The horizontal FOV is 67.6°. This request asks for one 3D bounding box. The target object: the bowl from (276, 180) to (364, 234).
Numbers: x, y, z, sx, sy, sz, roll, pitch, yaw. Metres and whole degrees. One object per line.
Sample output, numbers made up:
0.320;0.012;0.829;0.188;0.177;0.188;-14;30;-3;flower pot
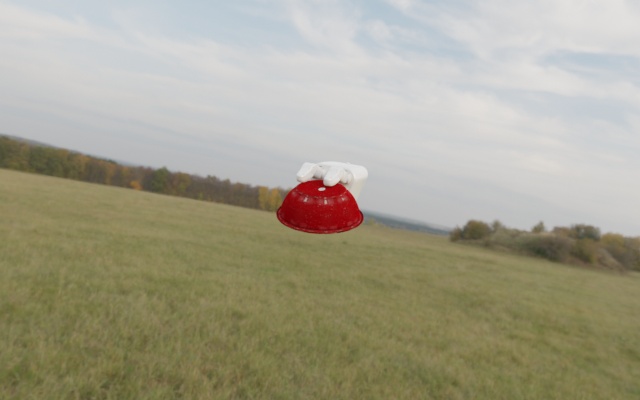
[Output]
0.000;0.003;0.869;0.162;0.055;0.162;2;22;-1;bowl
